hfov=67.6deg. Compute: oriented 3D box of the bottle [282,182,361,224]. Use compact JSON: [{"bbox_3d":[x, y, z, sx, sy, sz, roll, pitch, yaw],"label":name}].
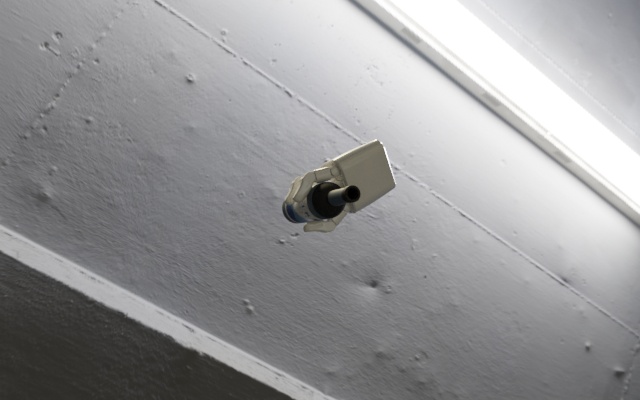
[{"bbox_3d":[0.000,0.003,0.887,0.069,0.069,0.296,0,-5,-20],"label":"bottle"}]
